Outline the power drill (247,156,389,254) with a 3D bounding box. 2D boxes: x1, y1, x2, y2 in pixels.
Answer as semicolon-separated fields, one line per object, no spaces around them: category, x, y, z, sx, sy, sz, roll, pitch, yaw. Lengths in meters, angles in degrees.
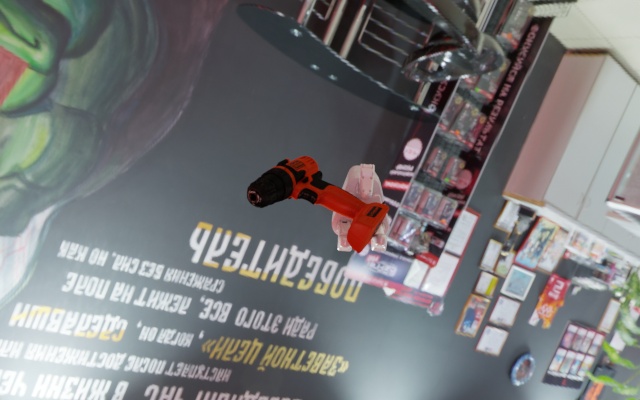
power drill;0.001;0.003;0.727;0.187;0.057;0.184;32;29;12
